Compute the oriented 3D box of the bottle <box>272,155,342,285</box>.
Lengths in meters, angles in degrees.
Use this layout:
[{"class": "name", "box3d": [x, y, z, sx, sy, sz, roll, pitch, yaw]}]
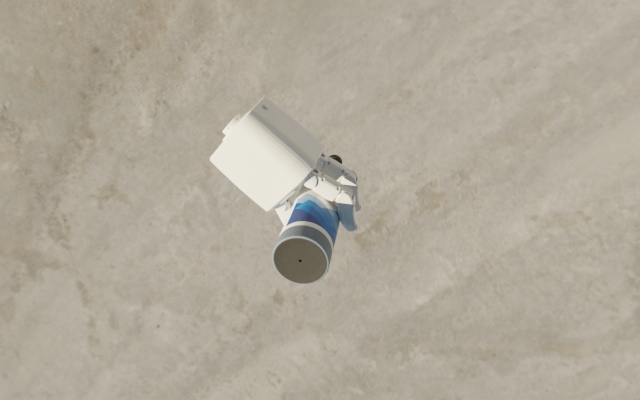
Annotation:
[{"class": "bottle", "box3d": [0.000, 0.002, 0.668, 0.069, 0.069, 0.295, 0, 27, 10]}]
